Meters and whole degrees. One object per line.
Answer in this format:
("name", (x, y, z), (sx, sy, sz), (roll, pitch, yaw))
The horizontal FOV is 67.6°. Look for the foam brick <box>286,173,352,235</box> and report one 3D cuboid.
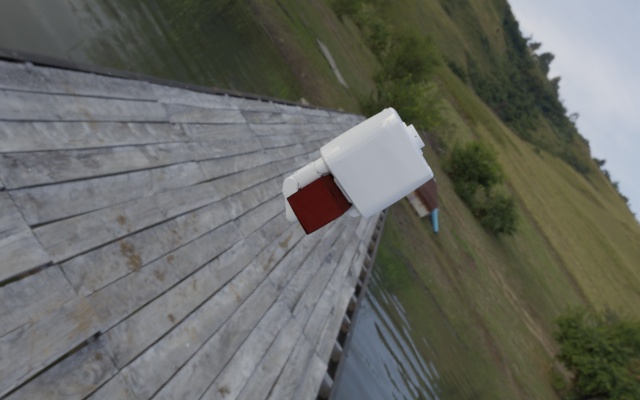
("foam brick", (0.000, 0.002, 0.595), (0.051, 0.053, 0.078), (-30, 1, 14))
